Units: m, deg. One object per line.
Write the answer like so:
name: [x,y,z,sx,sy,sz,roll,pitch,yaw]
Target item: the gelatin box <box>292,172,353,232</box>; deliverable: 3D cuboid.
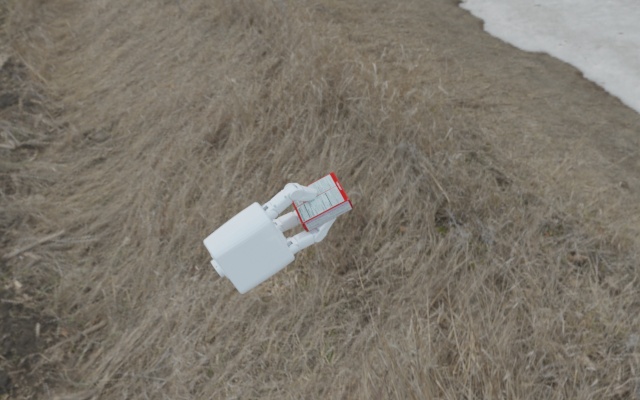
gelatin box: [0.000,0.002,0.804,0.089,0.073,0.030,-29,-43,1]
